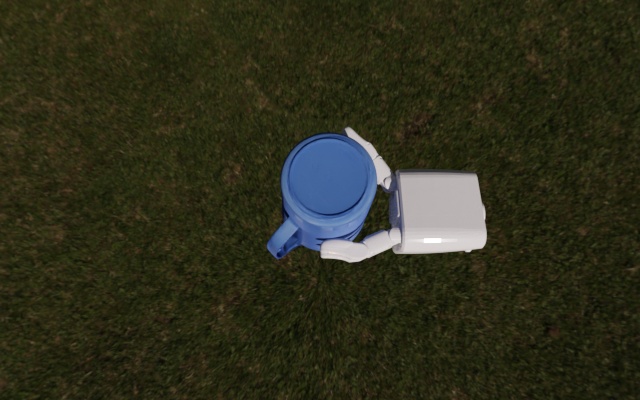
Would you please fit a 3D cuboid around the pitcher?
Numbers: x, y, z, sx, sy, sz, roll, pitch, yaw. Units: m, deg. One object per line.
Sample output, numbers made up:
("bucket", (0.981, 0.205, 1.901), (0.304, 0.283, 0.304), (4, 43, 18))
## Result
("pitcher", (0.000, 0.002, 0.636), (0.145, 0.149, 0.243), (2, -9, 0))
